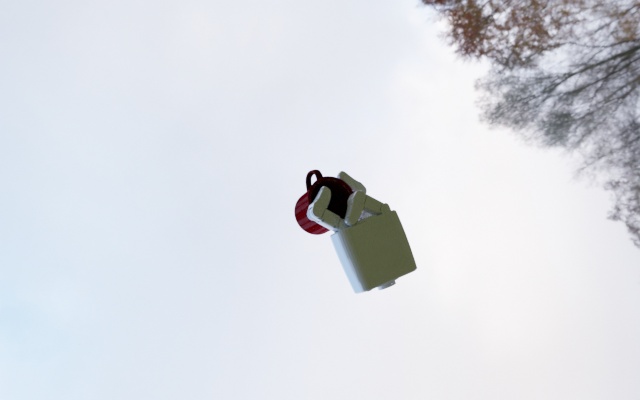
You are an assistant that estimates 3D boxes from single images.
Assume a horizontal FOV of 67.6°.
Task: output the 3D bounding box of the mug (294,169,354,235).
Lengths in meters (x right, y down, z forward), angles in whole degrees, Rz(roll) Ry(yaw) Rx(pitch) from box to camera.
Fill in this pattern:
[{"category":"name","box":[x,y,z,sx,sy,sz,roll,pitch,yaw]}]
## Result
[{"category":"mug","box":[-0.001,0.001,0.842,0.093,0.117,0.081,-17,-9,-30]}]
